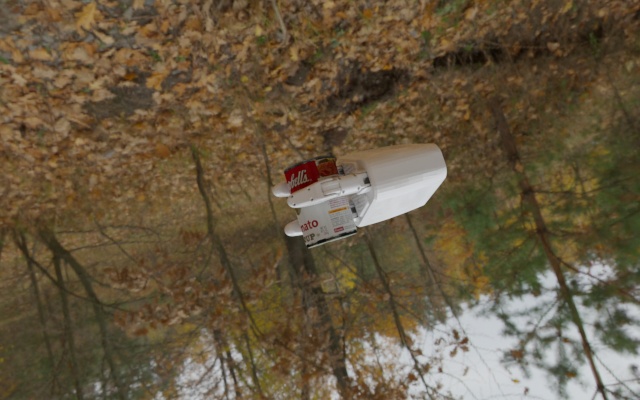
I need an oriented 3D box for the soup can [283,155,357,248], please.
[{"bbox_3d":[0.000,0.002,0.601,0.068,0.102,0.068,-17,-6,-2],"label":"soup can"}]
